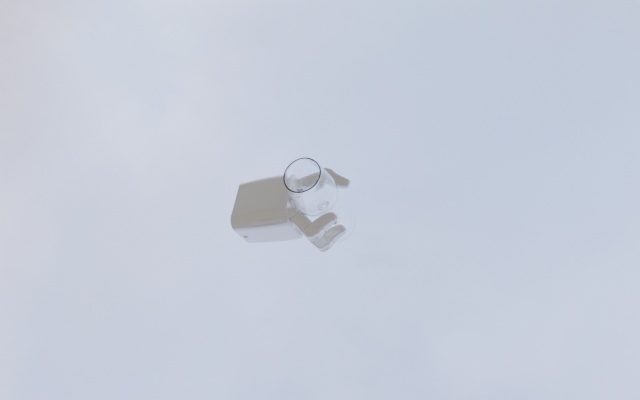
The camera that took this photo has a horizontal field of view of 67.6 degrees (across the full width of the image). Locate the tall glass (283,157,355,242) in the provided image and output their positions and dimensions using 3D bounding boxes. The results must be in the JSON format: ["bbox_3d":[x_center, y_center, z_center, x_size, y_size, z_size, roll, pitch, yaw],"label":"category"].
[{"bbox_3d":[0.000,0.003,0.820,0.079,0.079,0.201,0,-25,19],"label":"tall glass"}]
